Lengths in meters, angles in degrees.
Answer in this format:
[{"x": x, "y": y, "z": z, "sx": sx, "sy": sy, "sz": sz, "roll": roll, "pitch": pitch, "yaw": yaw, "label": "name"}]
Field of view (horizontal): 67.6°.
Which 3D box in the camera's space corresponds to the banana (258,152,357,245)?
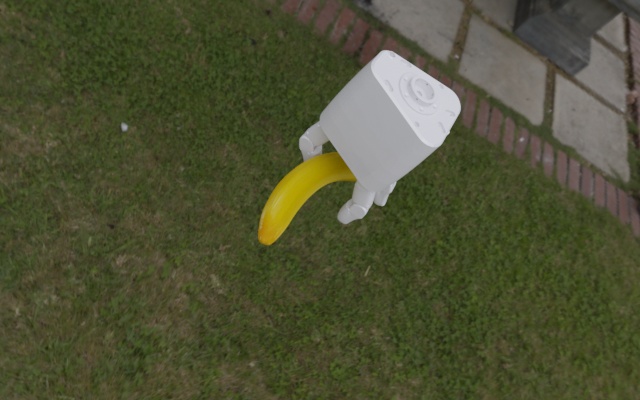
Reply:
[{"x": -0.007, "y": -0.016, "z": 0.578, "sx": 0.197, "sy": 0.069, "sz": 0.037, "roll": -27, "pitch": -3, "yaw": -38, "label": "banana"}]
